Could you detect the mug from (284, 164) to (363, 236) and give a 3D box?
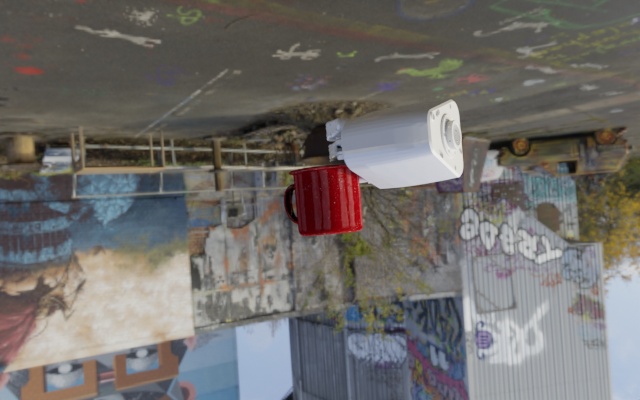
[{"bbox_3d":[-0.001,0.002,0.608,0.117,0.081,0.093,-6,-2,34],"label":"mug"}]
